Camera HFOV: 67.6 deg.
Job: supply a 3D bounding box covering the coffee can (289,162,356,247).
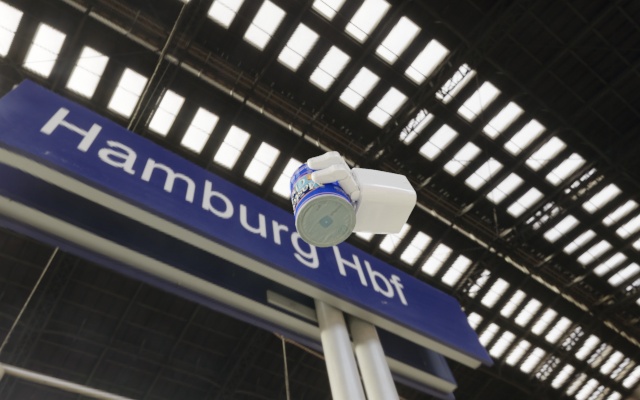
[{"bbox_3d":[0.000,0.003,0.861,0.103,0.103,0.140,0,30,-10],"label":"coffee can"}]
